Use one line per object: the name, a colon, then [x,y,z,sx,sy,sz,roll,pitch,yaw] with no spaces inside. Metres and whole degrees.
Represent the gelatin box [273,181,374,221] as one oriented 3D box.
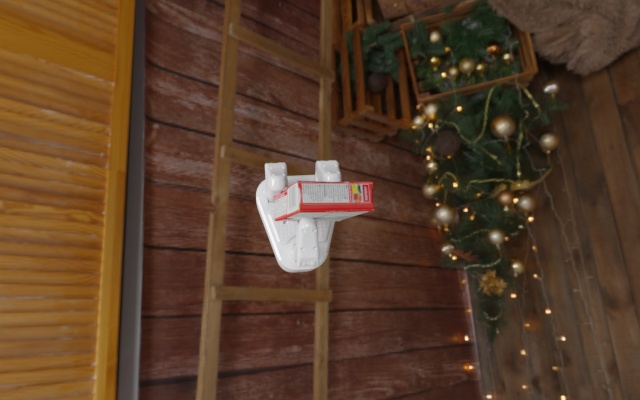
gelatin box: [0.000,0.002,0.462,0.073,0.030,0.089,0,-8,-20]
